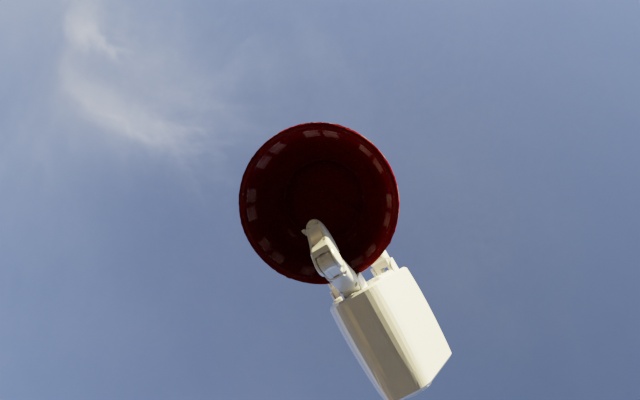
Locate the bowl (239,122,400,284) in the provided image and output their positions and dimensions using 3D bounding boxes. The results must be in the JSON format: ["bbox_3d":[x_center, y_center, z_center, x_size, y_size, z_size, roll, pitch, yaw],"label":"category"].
[{"bbox_3d":[0.000,0.000,0.497,0.162,0.162,0.055,0,6,8],"label":"bowl"}]
